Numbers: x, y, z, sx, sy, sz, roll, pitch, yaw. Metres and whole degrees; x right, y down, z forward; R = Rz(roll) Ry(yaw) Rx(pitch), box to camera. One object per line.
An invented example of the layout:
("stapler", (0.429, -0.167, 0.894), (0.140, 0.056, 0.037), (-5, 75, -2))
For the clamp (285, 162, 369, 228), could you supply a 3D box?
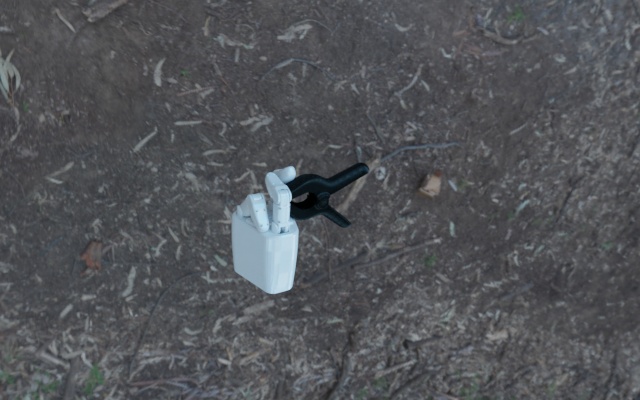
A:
("clamp", (0.000, 0.003, 0.775), (0.171, 0.120, 0.039), (-10, 28, -29))
